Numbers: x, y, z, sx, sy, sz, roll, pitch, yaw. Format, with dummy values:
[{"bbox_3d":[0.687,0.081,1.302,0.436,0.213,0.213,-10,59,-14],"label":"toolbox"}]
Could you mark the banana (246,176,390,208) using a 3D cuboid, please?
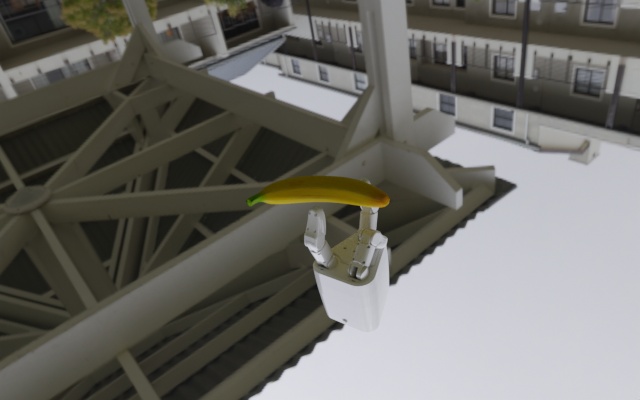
[{"bbox_3d":[0.000,-0.009,0.671,0.198,0.037,0.069,-2,35,14],"label":"banana"}]
